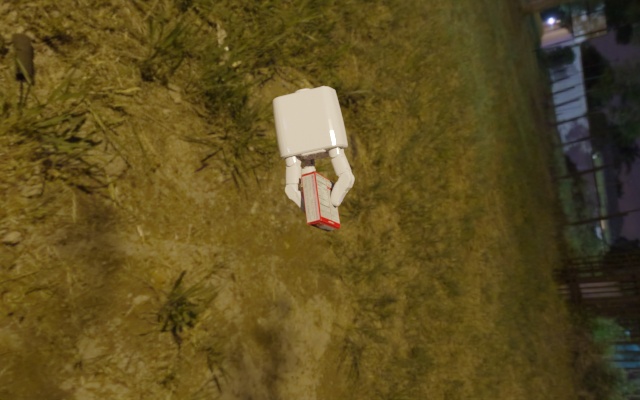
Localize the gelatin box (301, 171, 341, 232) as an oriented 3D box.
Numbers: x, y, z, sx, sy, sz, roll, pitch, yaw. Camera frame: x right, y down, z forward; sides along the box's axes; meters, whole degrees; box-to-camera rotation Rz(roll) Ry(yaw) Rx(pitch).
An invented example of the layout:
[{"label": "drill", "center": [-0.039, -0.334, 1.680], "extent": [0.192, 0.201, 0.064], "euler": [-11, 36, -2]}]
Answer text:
[{"label": "gelatin box", "center": [0.001, 0.003, 0.808], "extent": [0.030, 0.089, 0.073], "euler": [-17, -20, 24]}]
